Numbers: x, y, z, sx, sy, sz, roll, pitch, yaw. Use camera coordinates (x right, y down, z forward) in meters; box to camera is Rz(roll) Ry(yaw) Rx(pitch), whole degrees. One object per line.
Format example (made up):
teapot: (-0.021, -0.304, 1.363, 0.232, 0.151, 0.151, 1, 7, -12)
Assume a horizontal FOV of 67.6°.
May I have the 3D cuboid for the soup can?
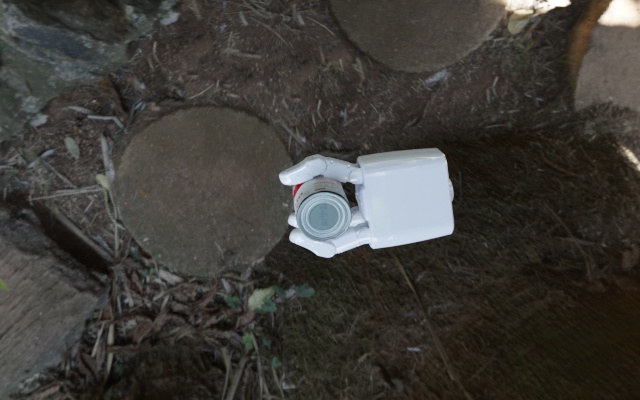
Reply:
soup can: (0.000, 0.002, 0.603, 0.068, 0.068, 0.102, 0, 22, -6)
